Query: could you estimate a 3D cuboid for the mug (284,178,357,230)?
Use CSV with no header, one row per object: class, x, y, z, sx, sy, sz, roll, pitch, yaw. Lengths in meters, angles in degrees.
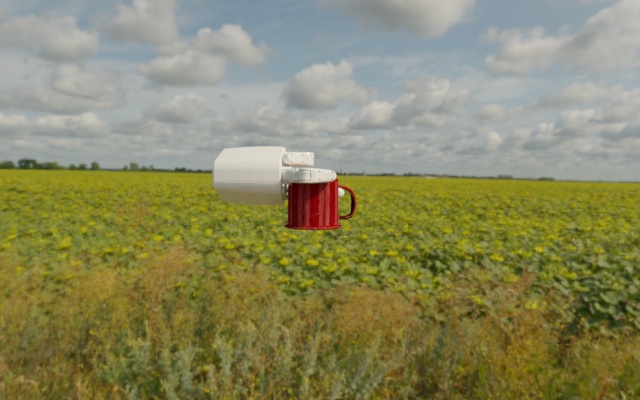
mug,0.002,0.002,0.772,0.117,0.081,0.093,0,3,-2
